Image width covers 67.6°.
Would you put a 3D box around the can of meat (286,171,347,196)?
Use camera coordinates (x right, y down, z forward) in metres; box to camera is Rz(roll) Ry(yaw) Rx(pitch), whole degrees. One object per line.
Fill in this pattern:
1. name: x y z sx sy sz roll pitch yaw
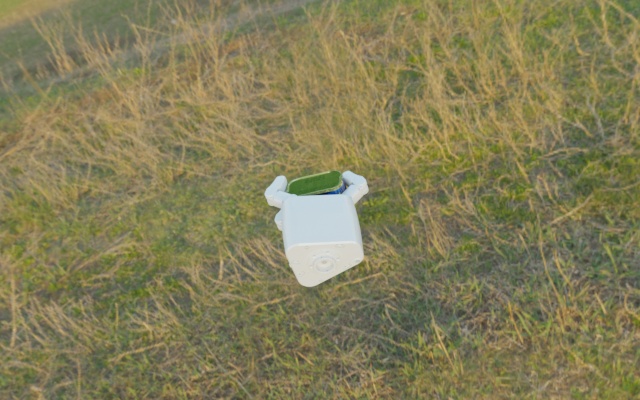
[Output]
1. can of meat: 0.000 0.002 0.803 0.102 0.084 0.057 -13 39 9
